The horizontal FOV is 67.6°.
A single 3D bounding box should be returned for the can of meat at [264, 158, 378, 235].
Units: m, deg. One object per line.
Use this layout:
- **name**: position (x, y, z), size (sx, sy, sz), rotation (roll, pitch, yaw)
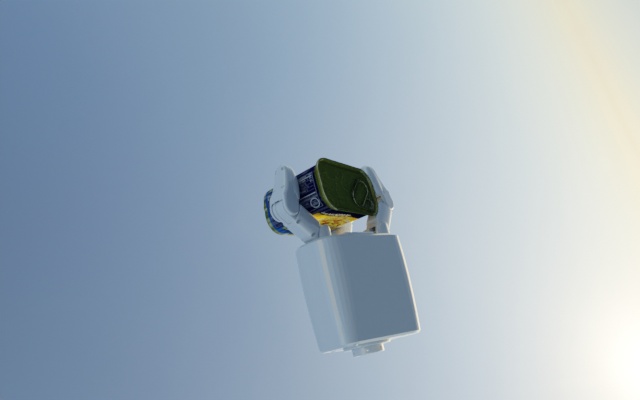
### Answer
- **can of meat**: position (0.000, 0.002, 0.525), size (0.084, 0.057, 0.102), rotation (-26, -22, 32)
